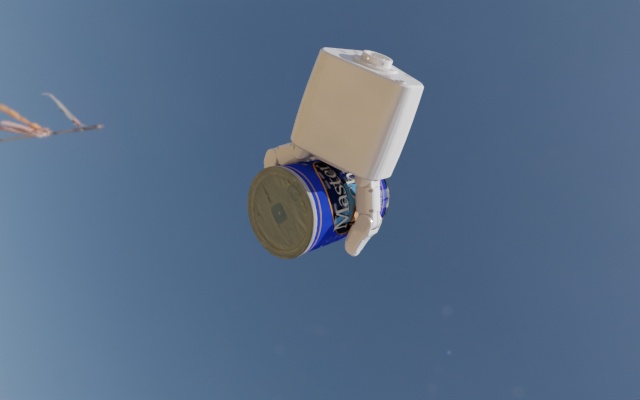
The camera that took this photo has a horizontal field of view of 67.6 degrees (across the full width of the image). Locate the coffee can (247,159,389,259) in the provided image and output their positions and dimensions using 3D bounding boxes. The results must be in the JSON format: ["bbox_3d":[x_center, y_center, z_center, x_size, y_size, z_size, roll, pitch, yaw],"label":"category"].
[{"bbox_3d":[0.000,0.002,0.565,0.103,0.103,0.140,0,10,42],"label":"coffee can"}]
